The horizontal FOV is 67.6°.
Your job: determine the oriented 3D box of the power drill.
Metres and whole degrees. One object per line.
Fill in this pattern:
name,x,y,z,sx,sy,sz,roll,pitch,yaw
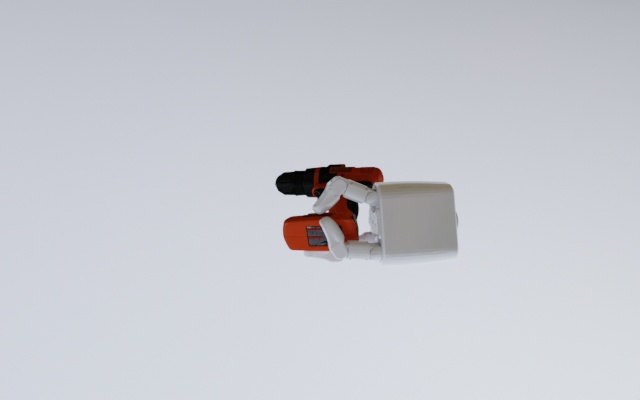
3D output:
power drill,0.000,0.003,0.741,0.184,0.057,0.187,-3,31,14
